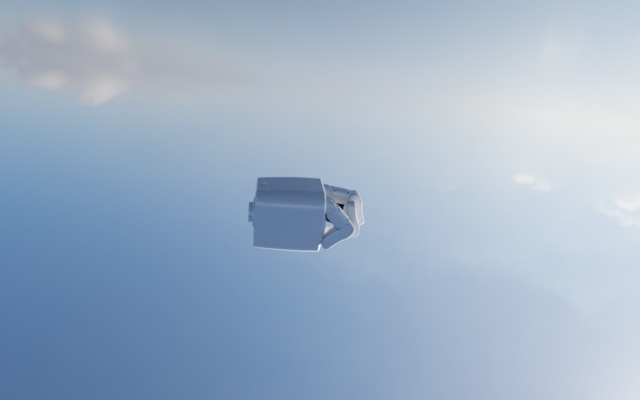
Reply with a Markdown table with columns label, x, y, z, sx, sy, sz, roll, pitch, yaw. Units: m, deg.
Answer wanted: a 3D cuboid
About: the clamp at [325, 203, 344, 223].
| label | x | y | z | sx | sy | sz | roll | pitch | yaw |
| --- | --- | --- | --- | --- | --- | --- | --- | --- | --- |
| clamp | 0.000 | 0.003 | 0.854 | 0.120 | 0.039 | 0.171 | 0 | 14 | -7 |
